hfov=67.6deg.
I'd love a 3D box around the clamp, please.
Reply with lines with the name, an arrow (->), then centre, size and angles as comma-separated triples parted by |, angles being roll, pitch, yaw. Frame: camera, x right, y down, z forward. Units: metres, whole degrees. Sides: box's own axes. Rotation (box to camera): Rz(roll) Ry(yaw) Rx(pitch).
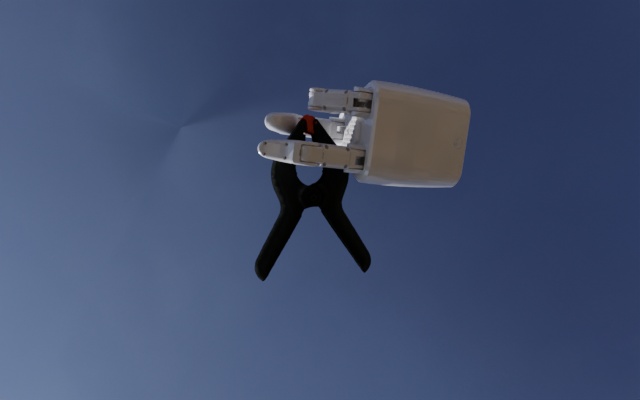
clamp -> 0.000, 0.001, 0.490 | 0.120, 0.171, 0.039 | 5, 7, -16
